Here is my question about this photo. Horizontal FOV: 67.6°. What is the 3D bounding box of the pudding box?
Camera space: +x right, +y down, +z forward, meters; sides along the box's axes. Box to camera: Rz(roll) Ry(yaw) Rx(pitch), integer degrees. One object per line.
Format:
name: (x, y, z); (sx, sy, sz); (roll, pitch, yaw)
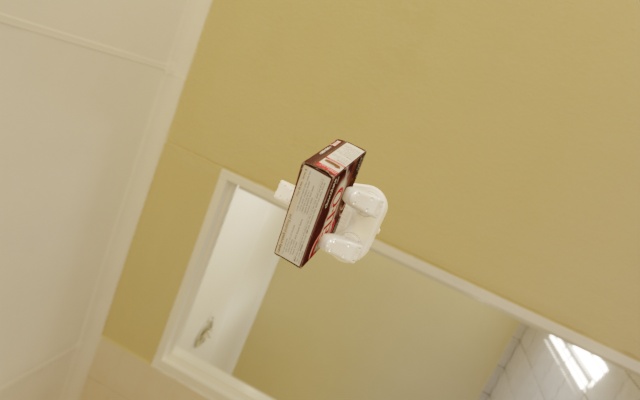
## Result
pudding box: (0.000, 0.002, 0.492); (0.039, 0.113, 0.090); (25, 30, 14)
